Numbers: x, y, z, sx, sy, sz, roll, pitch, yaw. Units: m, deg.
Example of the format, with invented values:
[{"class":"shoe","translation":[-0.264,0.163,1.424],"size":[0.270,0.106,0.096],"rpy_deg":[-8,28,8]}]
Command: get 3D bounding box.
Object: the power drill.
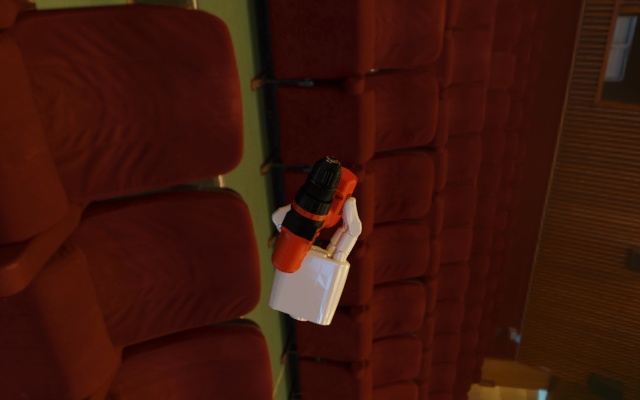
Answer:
[{"class":"power drill","translation":[0.000,0.003,0.724],"size":[0.057,0.184,0.187],"rpy_deg":[31,23,9]}]
